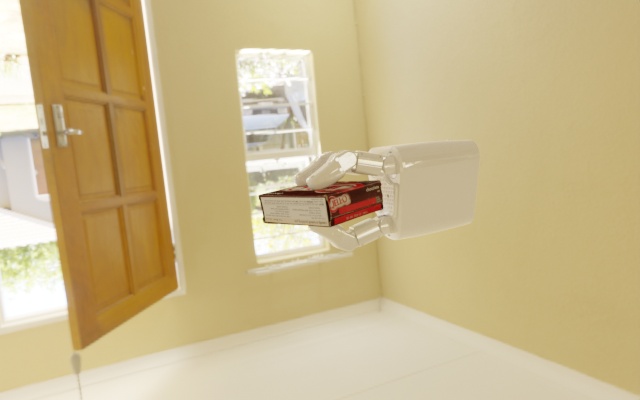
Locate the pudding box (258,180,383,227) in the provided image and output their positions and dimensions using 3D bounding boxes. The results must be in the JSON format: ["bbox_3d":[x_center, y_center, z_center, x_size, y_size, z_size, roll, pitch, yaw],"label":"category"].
[{"bbox_3d":[0.000,0.002,0.539,0.113,0.039,0.090,-2,9,45],"label":"pudding box"}]
